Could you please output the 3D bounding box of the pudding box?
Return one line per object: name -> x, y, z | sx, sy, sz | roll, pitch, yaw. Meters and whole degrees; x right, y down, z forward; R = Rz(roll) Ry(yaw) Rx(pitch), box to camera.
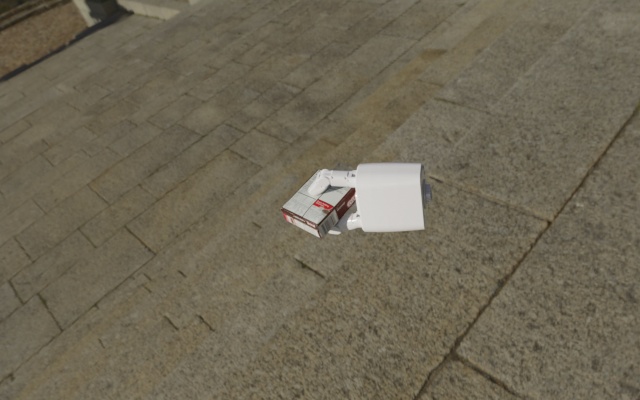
pudding box -> 0.000, 0.003, 0.842 | 0.090, 0.039, 0.113 | 24, 58, 35
